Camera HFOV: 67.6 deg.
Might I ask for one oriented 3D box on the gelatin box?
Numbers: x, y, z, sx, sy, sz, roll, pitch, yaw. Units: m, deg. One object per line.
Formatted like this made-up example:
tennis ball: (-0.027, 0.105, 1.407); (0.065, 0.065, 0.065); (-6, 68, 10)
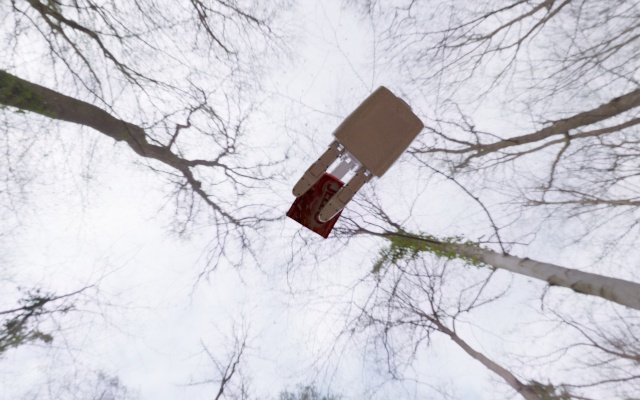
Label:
gelatin box: (0.000, 0.003, 0.727); (0.073, 0.089, 0.030); (30, 9, -1)
